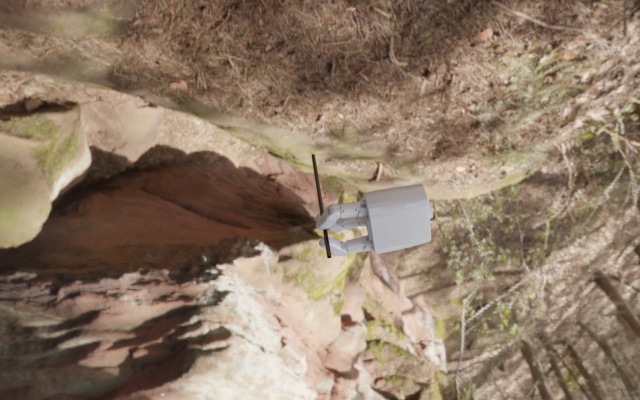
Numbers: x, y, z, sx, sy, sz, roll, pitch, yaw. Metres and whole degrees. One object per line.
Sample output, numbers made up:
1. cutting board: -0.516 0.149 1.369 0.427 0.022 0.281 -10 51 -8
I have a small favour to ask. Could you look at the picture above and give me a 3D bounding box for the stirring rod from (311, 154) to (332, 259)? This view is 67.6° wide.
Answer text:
1. stirring rod: 0.000 0.003 0.886 0.011 0.239 0.011 -6 -38 -4
